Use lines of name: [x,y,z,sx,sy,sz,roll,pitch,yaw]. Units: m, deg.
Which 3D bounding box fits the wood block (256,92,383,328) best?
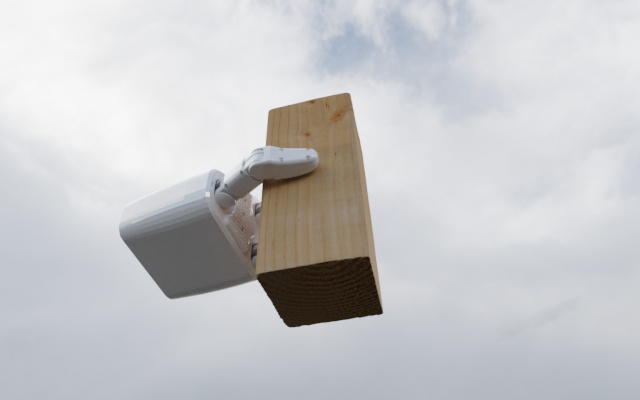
wood block: [0.000,0.001,0.453,0.090,0.206,0.091,-10,-43,9]
